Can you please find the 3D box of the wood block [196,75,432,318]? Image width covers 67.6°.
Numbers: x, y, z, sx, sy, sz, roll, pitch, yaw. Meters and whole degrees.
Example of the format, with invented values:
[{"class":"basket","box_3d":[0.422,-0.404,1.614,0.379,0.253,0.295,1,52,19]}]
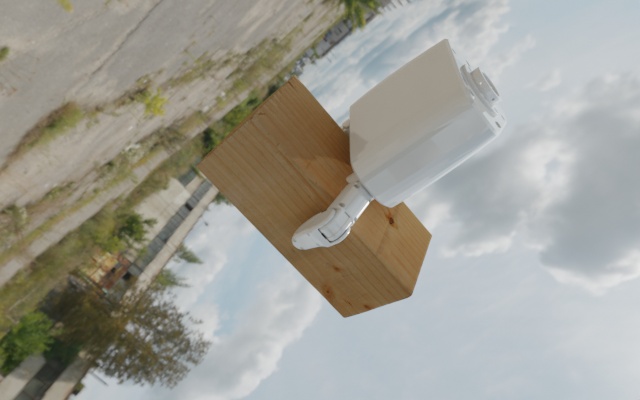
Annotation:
[{"class":"wood block","box_3d":[0.000,0.002,0.450,0.090,0.206,0.090,-30,19,41]}]
